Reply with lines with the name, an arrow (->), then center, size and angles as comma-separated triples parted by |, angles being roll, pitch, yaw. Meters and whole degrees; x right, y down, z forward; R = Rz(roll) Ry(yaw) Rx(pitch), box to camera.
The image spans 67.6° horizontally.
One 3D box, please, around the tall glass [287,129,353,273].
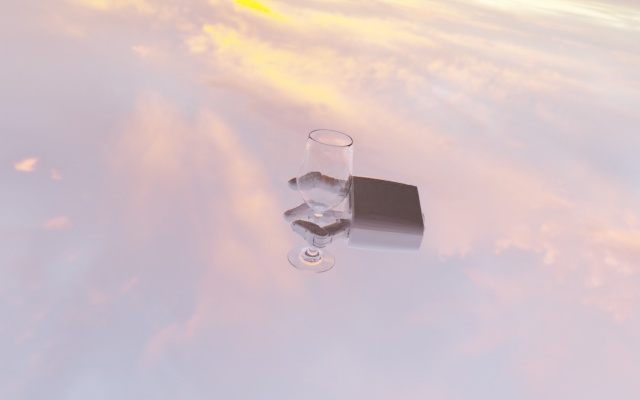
tall glass -> 0.000, 0.003, 0.689 | 0.079, 0.201, 0.079 | 7, 28, -4
